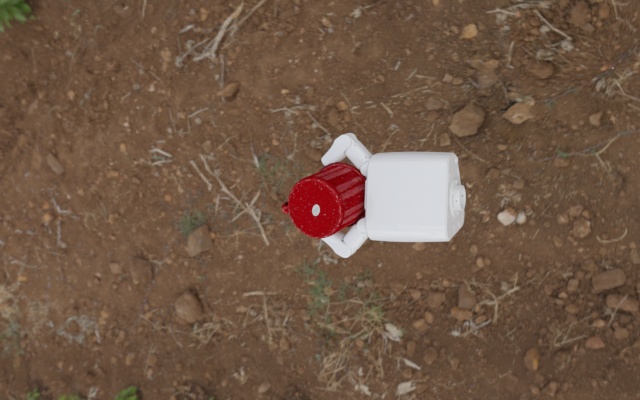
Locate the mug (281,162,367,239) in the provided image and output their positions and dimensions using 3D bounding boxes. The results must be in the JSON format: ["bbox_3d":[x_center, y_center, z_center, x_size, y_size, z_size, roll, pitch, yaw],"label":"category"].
[{"bbox_3d":[-0.001,0.002,0.639,0.117,0.093,0.081,-4,11,30],"label":"mug"}]
